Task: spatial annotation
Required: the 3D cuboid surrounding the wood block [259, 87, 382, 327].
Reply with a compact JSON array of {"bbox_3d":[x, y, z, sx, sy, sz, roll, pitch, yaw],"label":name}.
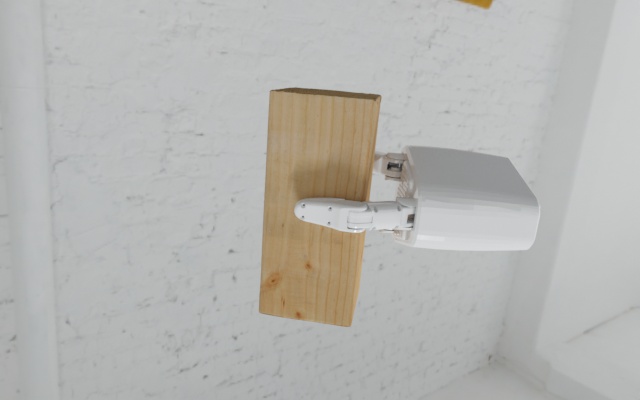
[{"bbox_3d":[0.000,0.002,0.455,0.090,0.206,0.090,7,16,8],"label":"wood block"}]
